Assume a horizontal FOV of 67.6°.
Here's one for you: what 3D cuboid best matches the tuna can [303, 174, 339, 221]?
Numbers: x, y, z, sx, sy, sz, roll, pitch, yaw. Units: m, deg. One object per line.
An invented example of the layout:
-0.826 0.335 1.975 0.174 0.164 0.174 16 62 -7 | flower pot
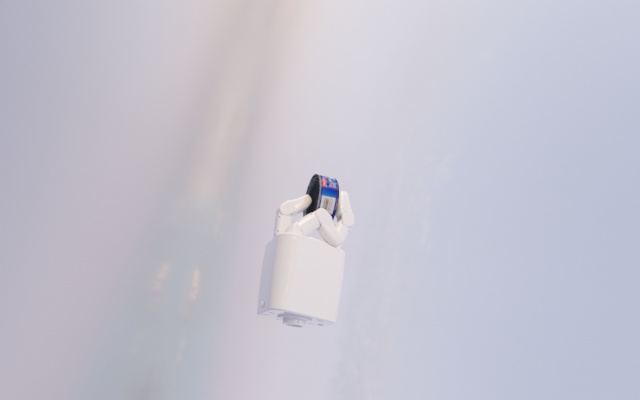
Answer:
0.001 0.003 0.757 0.034 0.086 0.086 11 -3 -16 | tuna can
